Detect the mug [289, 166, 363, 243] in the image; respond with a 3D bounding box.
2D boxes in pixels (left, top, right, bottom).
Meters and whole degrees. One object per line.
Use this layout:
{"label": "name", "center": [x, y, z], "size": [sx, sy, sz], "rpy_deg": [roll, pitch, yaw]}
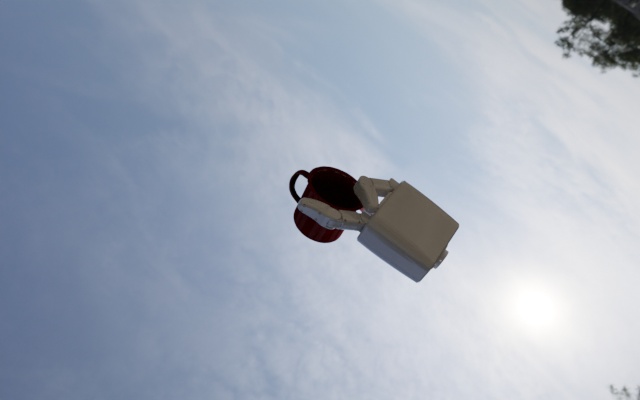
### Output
{"label": "mug", "center": [-0.001, 0.002, 0.714], "size": [0.117, 0.081, 0.093], "rpy_deg": [37, 38, 10]}
